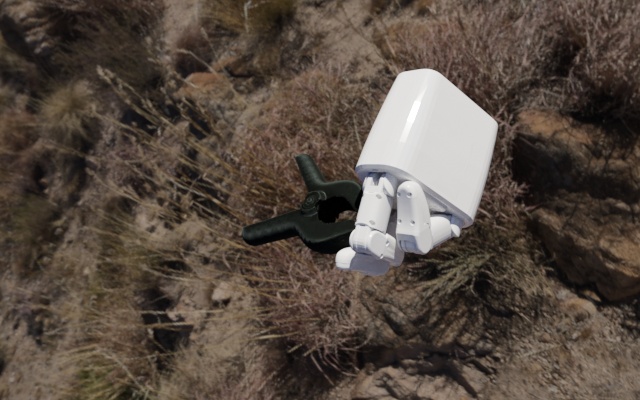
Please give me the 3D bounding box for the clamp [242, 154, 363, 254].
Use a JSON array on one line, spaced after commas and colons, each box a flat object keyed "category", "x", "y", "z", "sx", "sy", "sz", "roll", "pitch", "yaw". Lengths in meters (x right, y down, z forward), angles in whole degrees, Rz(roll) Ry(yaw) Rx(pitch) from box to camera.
[{"category": "clamp", "x": 0.000, "y": 0.001, "z": 0.483, "sx": 0.171, "sy": 0.120, "sz": 0.039, "roll": 6, "pitch": -25, "yaw": 43}]
